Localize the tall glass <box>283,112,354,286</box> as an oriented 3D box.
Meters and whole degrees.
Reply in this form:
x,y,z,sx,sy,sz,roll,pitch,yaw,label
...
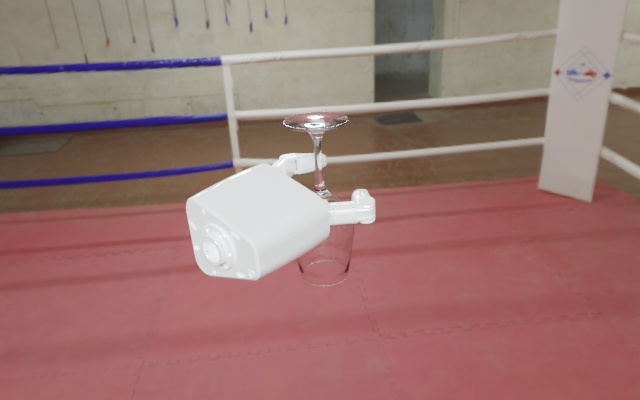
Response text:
x,y,z,sx,sy,sz,roll,pitch,yaw,label
0.000,0.001,0.569,0.079,0.201,0.079,-3,25,1,tall glass
